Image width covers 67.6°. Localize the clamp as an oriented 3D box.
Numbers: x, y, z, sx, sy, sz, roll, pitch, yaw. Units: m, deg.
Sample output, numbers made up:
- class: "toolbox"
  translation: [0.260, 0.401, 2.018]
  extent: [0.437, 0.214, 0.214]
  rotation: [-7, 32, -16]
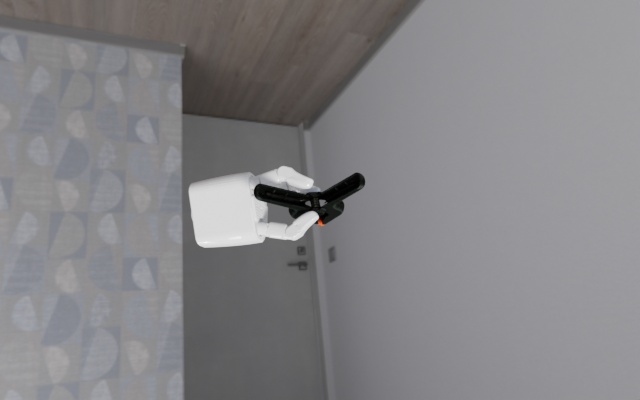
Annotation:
- class: "clamp"
  translation: [0.000, 0.004, 0.781]
  extent: [0.164, 0.036, 0.210]
  rotation: [-7, -17, 10]
